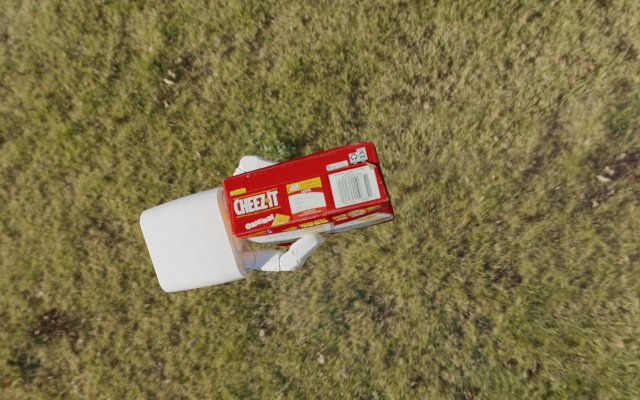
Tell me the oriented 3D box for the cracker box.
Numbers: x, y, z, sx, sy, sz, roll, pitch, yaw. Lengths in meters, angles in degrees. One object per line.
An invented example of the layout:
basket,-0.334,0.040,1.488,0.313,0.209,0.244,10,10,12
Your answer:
cracker box,0.000,0.002,0.576,0.164,0.072,0.214,-14,-10,8
